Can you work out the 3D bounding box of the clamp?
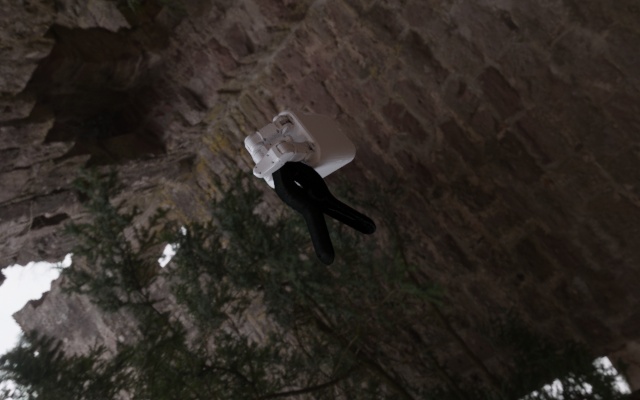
[{"bbox_3d":[0.000,0.002,0.653,0.120,0.171,0.039,-13,-27,-51],"label":"clamp"}]
